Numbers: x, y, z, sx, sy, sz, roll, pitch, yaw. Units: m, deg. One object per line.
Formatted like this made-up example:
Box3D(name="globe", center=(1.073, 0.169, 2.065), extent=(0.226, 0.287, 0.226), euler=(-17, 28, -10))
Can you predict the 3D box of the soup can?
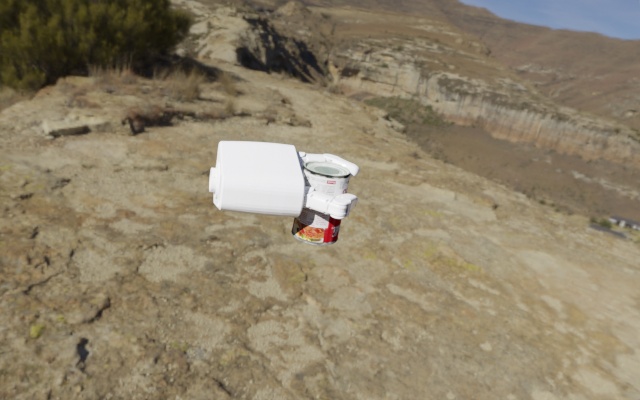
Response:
Box3D(name="soup can", center=(0.001, 0.002, 0.667), extent=(0.068, 0.102, 0.068), euler=(9, 20, -3))
